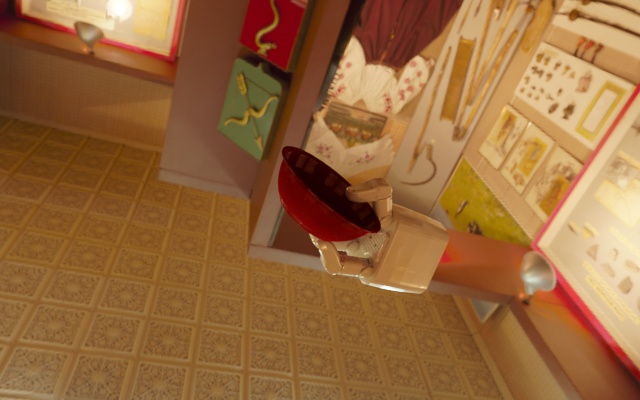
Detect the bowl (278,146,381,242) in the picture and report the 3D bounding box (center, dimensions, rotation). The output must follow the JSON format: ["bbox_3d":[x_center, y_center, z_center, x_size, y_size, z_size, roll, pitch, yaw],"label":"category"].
[{"bbox_3d":[-0.001,0.002,0.615,0.162,0.055,0.162,37,17,-13],"label":"bowl"}]
